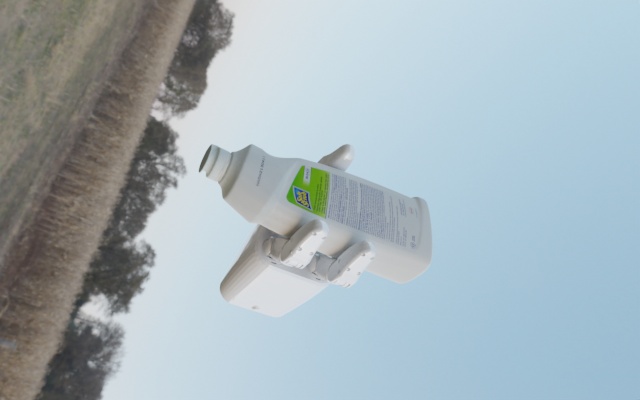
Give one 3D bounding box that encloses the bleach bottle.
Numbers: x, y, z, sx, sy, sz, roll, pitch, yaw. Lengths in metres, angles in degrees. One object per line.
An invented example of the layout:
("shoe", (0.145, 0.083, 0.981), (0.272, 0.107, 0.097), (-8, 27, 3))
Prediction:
("bleach bottle", (0.000, 0.002, 0.491), (0.251, 0.102, 0.068), (24, -44, -23))
